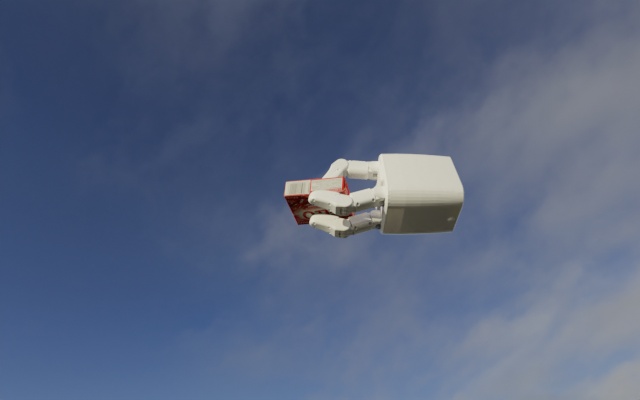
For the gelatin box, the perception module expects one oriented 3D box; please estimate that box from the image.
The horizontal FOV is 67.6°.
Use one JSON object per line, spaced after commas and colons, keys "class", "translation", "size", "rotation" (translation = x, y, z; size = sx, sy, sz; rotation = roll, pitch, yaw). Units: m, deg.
{"class": "gelatin box", "translation": [0.000, 0.002, 0.689], "size": [0.089, 0.030, 0.073], "rotation": [-4, -38, 14]}
